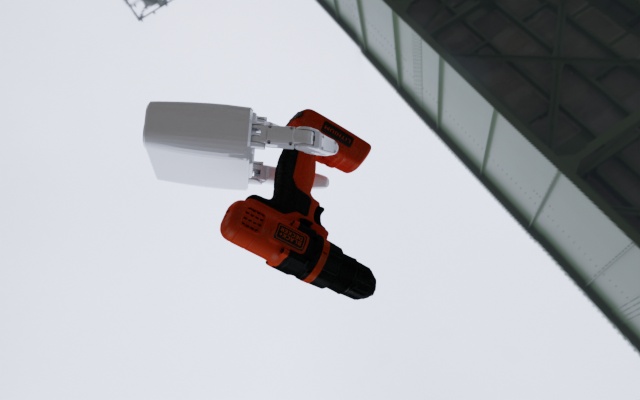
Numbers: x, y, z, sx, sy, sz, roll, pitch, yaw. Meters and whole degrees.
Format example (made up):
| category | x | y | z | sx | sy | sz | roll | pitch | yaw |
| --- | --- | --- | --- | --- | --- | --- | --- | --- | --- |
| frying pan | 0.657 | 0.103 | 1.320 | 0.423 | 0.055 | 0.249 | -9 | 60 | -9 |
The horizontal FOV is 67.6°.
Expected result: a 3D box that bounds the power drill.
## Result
| category | x | y | z | sx | sy | sz | roll | pitch | yaw |
| --- | --- | --- | --- | --- | --- | --- | --- | --- | --- |
| power drill | 0.000 | 0.001 | 0.541 | 0.184 | 0.187 | 0.057 | 29 | -34 | -18 |
